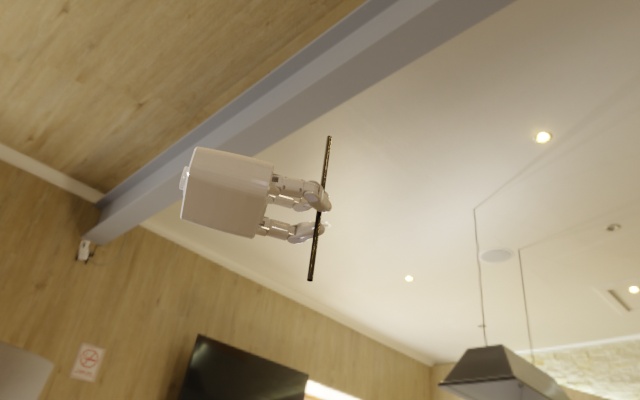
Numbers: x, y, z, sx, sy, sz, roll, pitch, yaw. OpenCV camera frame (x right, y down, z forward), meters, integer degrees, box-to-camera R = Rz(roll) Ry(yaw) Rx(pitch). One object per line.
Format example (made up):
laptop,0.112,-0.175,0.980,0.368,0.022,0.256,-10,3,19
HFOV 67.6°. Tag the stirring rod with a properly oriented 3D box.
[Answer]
stirring rod,0.000,0.002,0.677,0.011,0.239,0.011,6,-32,4
